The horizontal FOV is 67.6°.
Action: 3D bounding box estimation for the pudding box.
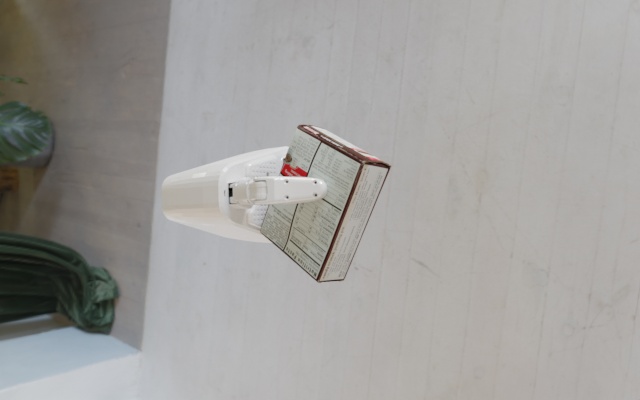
[{"bbox_3d":[0.000,0.001,0.417,0.039,0.113,0.090,1,26,-46],"label":"pudding box"}]
